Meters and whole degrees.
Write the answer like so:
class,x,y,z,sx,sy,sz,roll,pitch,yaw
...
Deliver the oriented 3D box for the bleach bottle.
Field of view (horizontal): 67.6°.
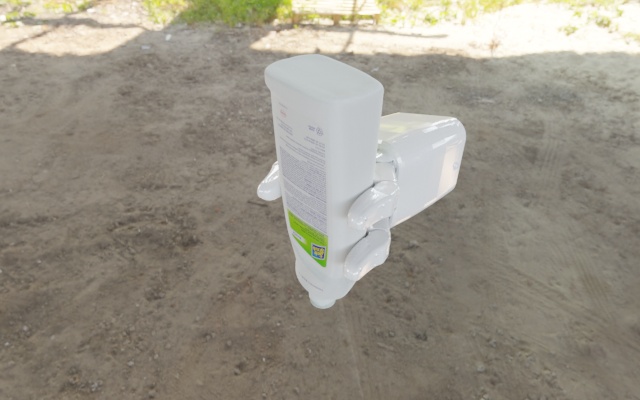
class,x,y,z,sx,sy,sz,roll,pitch,yaw
bleach bottle,0.000,0.002,0.451,0.068,0.251,0.102,-24,44,-31
